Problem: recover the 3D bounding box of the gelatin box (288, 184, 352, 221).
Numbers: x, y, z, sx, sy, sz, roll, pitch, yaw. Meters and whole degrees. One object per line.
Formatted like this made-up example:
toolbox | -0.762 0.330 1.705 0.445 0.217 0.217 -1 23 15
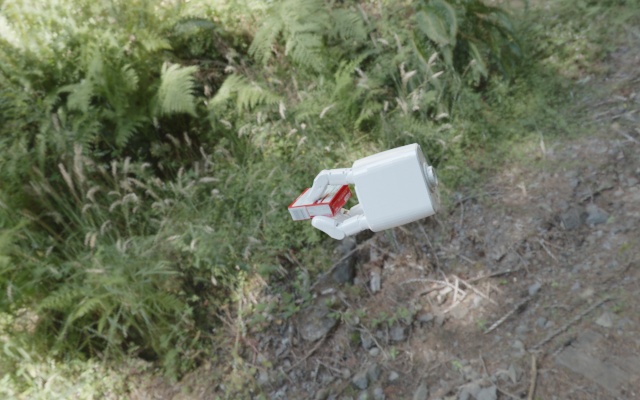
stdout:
gelatin box | 0.000 0.002 0.825 0.089 0.030 0.073 -7 26 33
